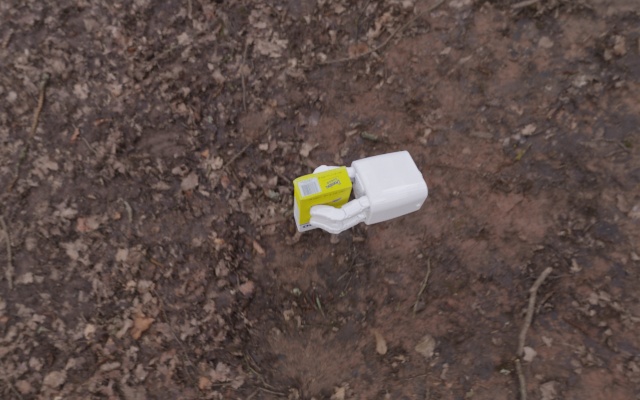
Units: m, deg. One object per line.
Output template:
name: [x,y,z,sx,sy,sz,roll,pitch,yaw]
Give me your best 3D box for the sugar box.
sugar box: [0.000,0.003,0.865,0.093,0.048,0.176,-14,-22,-8]
